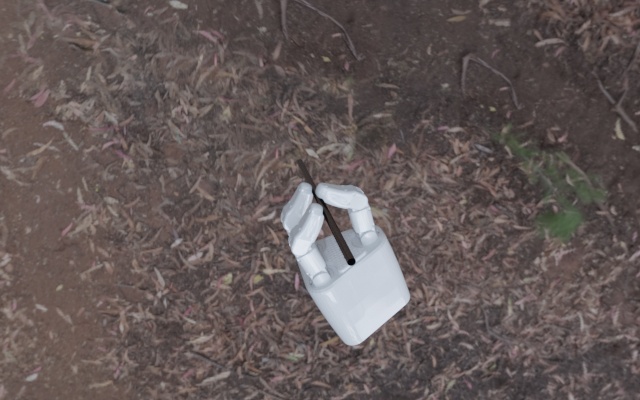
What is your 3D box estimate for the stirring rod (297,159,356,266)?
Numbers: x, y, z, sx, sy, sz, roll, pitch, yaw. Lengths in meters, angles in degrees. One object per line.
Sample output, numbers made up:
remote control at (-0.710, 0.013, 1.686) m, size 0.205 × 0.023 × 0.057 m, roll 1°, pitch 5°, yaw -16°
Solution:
stirring rod at (0.000, 0.002, 0.525) m, size 0.011 × 0.011 × 0.239 m, roll 0°, pitch 26°, yaw -15°
